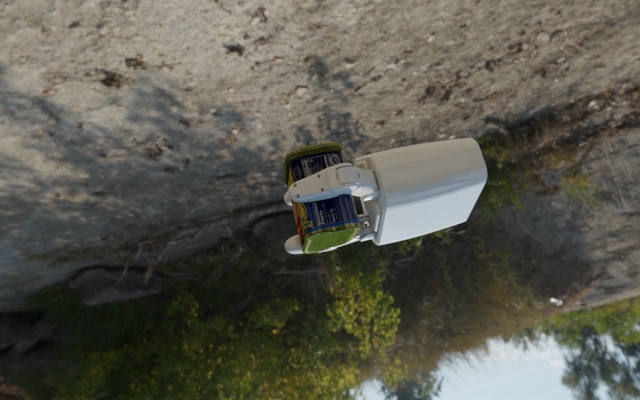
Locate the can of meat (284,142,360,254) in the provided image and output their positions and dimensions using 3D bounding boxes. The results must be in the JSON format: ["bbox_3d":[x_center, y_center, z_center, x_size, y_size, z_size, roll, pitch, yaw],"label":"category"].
[{"bbox_3d":[0.000,0.002,0.477,0.057,0.084,0.102,-12,-14,-8],"label":"can of meat"}]
